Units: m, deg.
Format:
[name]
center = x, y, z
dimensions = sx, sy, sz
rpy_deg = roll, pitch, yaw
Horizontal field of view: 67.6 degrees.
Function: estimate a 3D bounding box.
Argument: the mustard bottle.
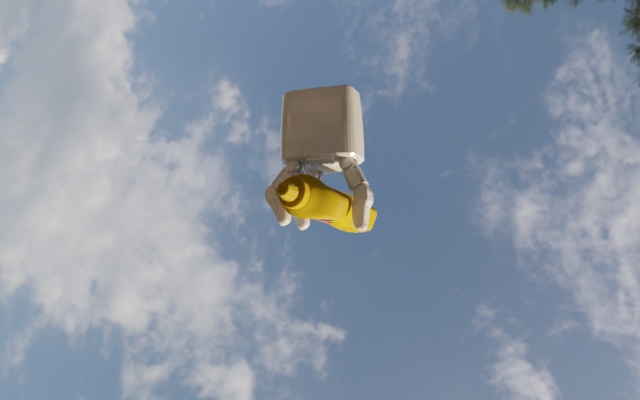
[mustard bottle]
center = 0.000, 0.003, 0.664
dimensions = 0.096, 0.058, 0.192
rpy_deg = 20, 0, 31
